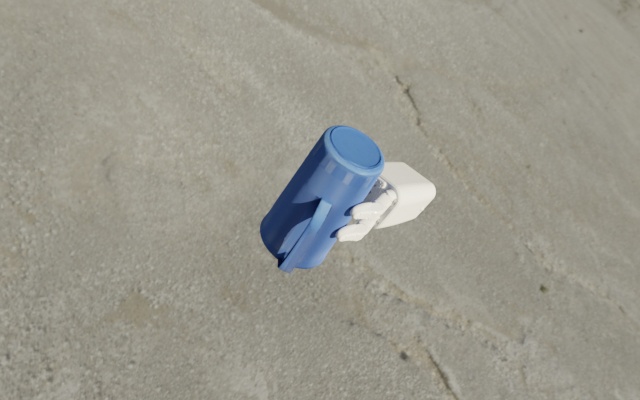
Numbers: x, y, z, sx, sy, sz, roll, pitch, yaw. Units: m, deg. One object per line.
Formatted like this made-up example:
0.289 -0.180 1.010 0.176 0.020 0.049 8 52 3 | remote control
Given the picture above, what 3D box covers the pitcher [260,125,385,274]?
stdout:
0.000 0.003 0.789 0.145 0.149 0.243 -6 -36 -38 | pitcher
